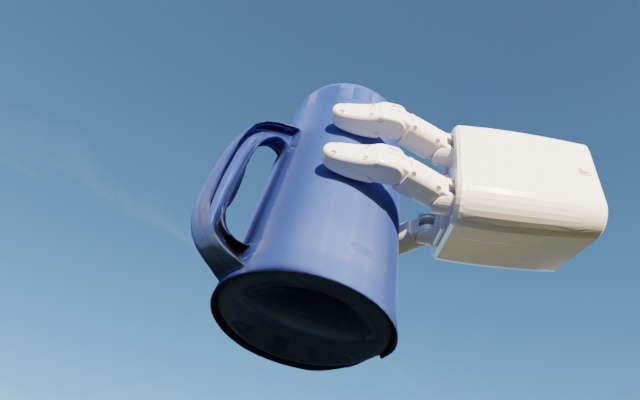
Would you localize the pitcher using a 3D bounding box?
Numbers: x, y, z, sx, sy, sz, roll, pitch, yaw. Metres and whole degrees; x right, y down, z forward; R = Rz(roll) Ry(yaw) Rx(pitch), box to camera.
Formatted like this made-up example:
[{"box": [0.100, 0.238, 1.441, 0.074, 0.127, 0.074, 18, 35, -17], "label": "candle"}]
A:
[{"box": [0.000, 0.001, 0.404, 0.145, 0.242, 0.149, 6, -43, 7], "label": "pitcher"}]
